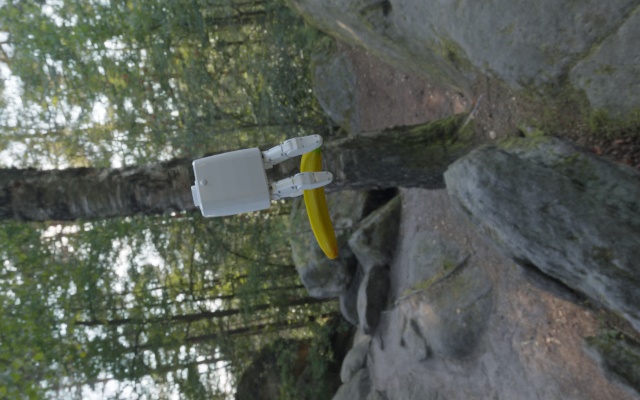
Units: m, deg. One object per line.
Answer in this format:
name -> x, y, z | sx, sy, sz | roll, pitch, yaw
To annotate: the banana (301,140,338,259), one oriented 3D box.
banana -> -0.005, -0.002, 0.791 | 0.037, 0.198, 0.069 | -11, 7, -13
